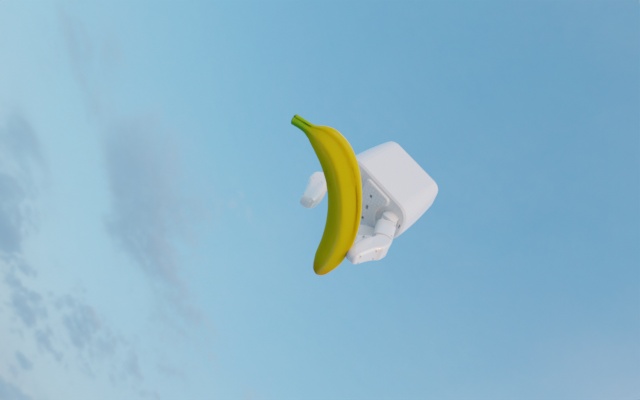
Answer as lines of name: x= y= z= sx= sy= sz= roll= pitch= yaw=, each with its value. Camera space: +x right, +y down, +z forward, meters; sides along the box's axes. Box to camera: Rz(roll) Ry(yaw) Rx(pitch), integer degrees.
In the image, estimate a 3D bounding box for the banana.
banana: x=0.015 y=0.002 z=0.527 sx=0.069 sy=0.198 sz=0.037 roll=11 pitch=29 yaw=35
